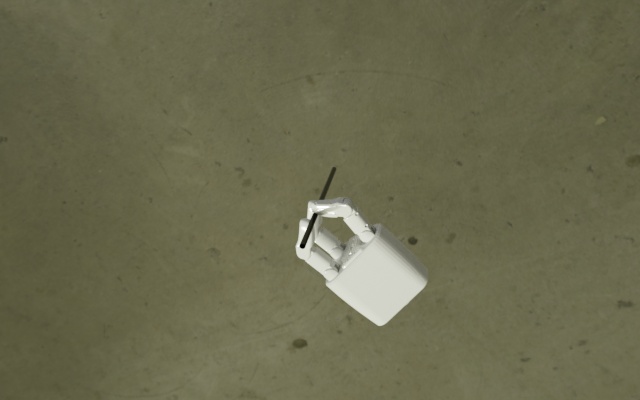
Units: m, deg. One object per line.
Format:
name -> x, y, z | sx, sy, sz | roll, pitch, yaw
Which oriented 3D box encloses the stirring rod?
stirring rod -> 0.000, 0.002, 0.707 | 0.011, 0.011, 0.239 | 0, 28, 13
